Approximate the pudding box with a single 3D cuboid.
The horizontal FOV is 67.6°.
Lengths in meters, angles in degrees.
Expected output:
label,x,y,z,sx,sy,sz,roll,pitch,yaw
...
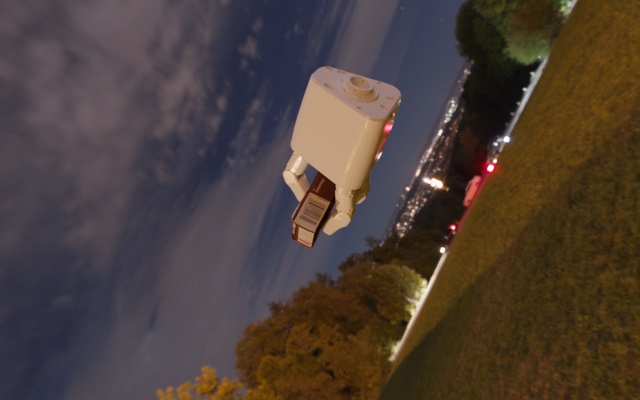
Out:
label,x,y,z,sx,sy,sz,roll,pitch,yaw
pudding box,0.000,0.002,0.663,0.039,0.113,0.090,28,-18,7
